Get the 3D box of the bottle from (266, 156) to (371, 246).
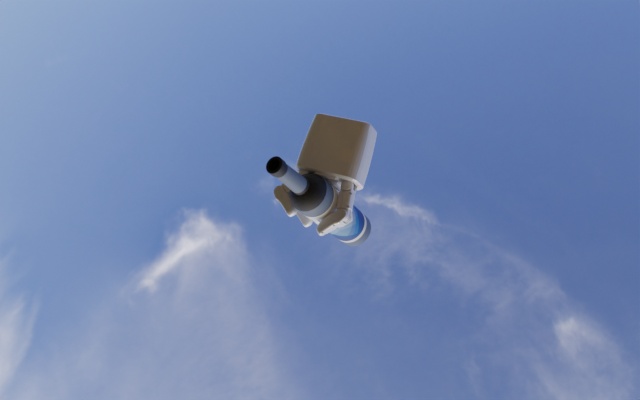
[{"bbox_3d":[0.000,0.003,0.793,0.069,0.069,0.296,0,-21,29],"label":"bottle"}]
